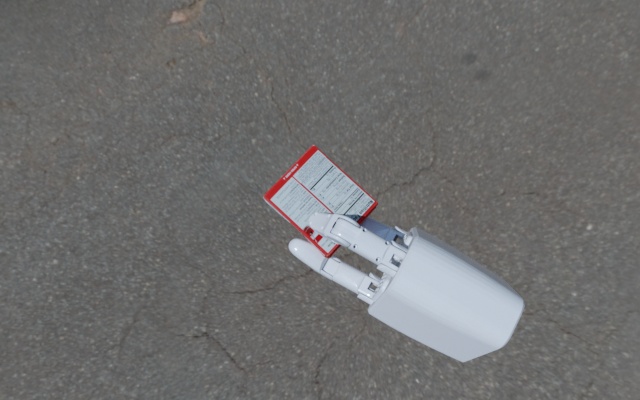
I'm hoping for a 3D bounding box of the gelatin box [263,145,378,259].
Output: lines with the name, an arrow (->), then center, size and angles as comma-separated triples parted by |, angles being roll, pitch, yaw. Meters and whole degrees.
gelatin box -> 0.000, 0.001, 0.473 | 0.089, 0.073, 0.030 | 42, -8, 4
